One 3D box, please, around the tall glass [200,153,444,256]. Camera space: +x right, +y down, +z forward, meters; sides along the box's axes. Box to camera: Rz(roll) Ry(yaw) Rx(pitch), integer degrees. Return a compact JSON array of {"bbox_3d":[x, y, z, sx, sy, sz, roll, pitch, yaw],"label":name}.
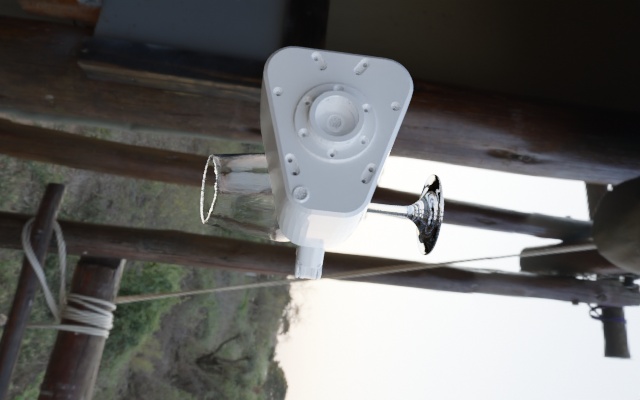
[{"bbox_3d":[0.001,0.002,0.424,0.201,0.079,0.079,7,0,-3],"label":"tall glass"}]
